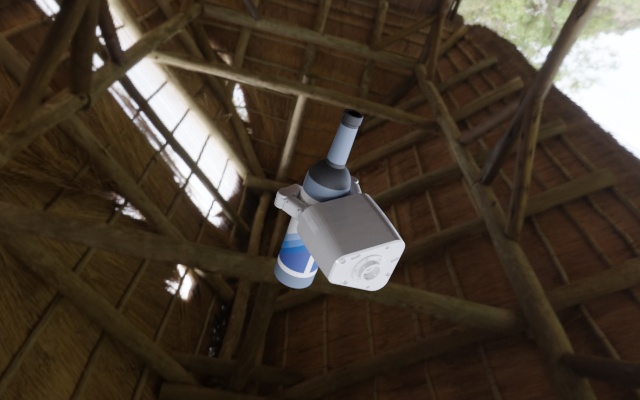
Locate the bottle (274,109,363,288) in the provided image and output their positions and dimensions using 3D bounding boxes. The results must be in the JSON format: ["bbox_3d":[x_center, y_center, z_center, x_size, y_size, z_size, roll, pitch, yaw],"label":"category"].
[{"bbox_3d":[0.000,0.002,0.715,0.069,0.296,0.069,15,30,-9],"label":"bottle"}]
